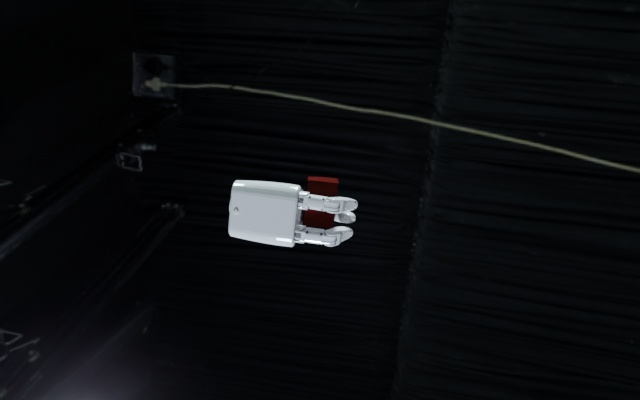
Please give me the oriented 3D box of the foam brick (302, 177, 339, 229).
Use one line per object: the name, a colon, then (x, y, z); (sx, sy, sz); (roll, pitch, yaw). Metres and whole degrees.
foam brick: (0.000, 0.002, 0.778); (0.051, 0.078, 0.053); (7, 9, 1)
